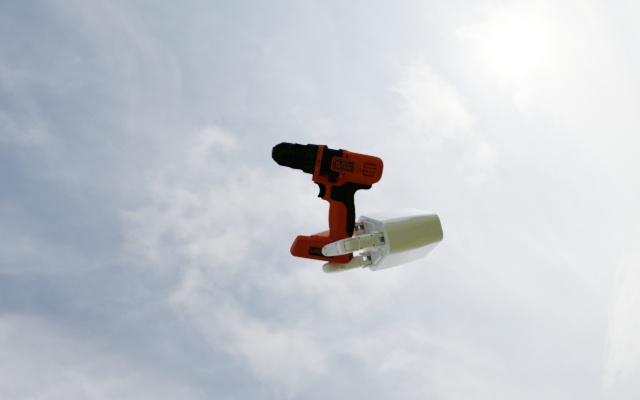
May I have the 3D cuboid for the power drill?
[{"bbox_3d":[0.000,0.003,0.786,0.184,0.188,0.057,10,9,1],"label":"power drill"}]
